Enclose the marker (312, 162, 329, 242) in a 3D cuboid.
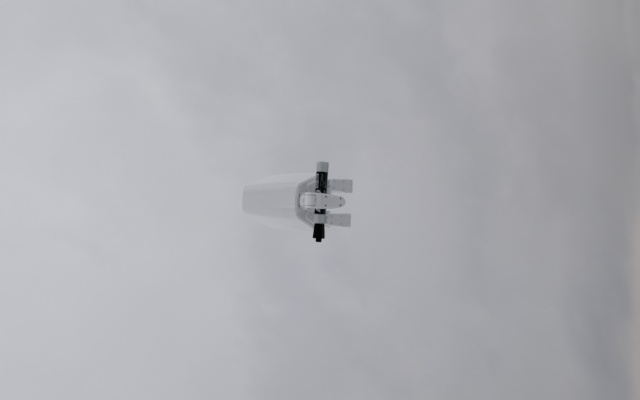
[{"bbox_3d":[0.000,0.002,0.720,0.020,0.121,0.020,3,-2,0],"label":"marker"}]
